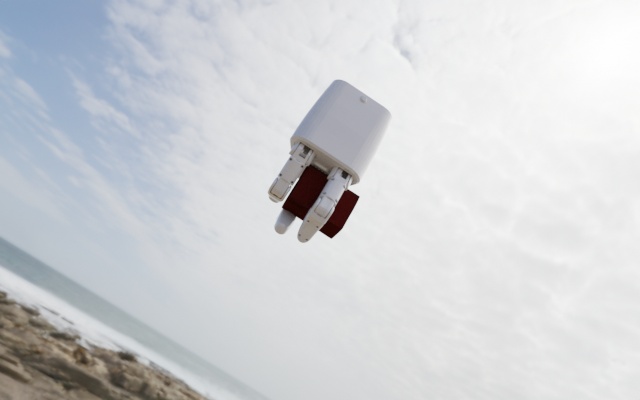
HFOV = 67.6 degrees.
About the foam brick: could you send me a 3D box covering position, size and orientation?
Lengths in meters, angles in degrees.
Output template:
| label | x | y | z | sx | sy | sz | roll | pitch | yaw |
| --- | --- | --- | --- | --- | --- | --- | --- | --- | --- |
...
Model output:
| label | x | y | z | sx | sy | sz | roll | pitch | yaw |
| --- | --- | --- | --- | --- | --- | --- | --- | --- | --- |
| foam brick | 0.000 | 0.002 | 0.596 | 0.078 | 0.051 | 0.053 | 33 | -23 | -4 |
